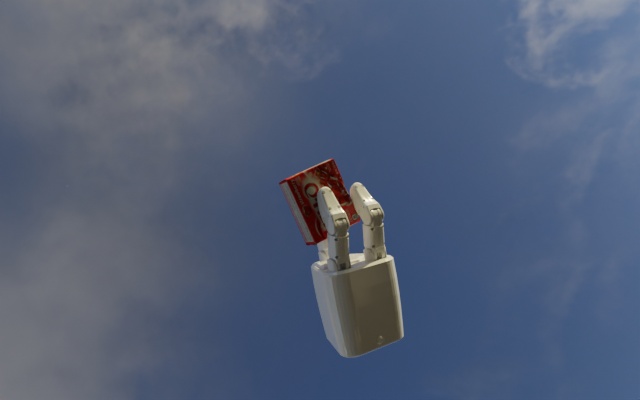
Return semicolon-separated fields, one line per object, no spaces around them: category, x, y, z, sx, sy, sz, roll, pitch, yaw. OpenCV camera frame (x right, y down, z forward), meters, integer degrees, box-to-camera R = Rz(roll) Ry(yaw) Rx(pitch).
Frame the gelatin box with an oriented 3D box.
gelatin box;0.000;0.002;0.601;0.073;0.089;0.030;-26;5;-27
